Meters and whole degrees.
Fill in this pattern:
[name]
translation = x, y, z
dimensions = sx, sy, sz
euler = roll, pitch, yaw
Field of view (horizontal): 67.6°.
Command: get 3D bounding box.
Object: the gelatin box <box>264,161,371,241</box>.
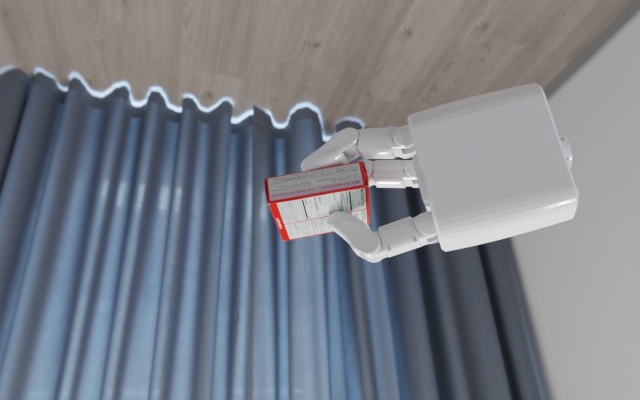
[gelatin box]
translation = 0.000, 0.002, 0.435
dimensions = 0.089, 0.030, 0.073
euler = -11, -31, 1
